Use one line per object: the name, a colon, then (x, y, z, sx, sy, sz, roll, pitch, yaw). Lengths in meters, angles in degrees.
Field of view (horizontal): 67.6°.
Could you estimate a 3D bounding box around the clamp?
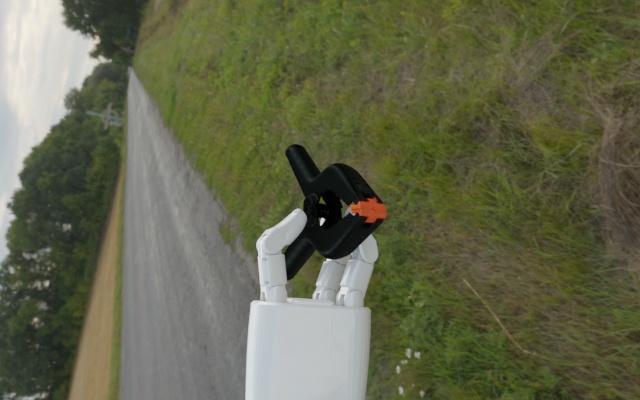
clamp: (0.000, 0.002, 0.502, 0.036, 0.164, 0.210, 6, -11, -25)
